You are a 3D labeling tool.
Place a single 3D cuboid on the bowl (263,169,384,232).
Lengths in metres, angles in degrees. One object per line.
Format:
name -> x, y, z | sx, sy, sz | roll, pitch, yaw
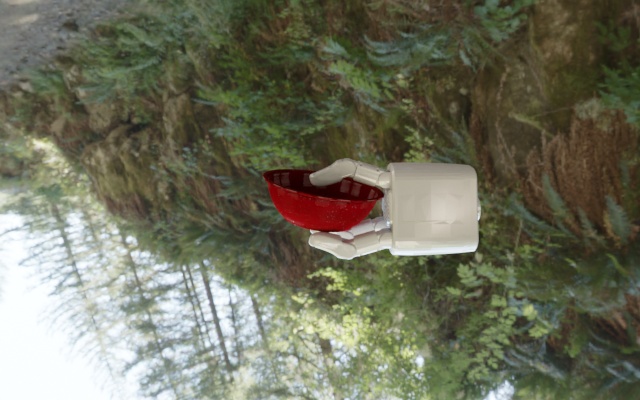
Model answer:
bowl -> -0.001, 0.002, 0.635 | 0.162, 0.055, 0.162 | 9, 13, -2
